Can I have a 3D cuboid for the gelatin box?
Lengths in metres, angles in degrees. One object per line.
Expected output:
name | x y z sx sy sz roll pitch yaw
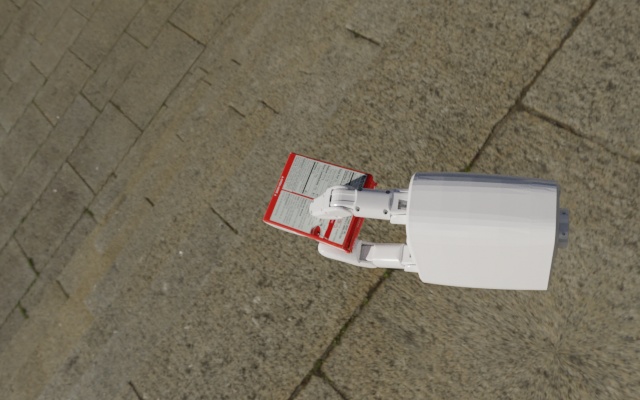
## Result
gelatin box | 0.000 0.001 0.453 0.089 0.073 0.030 17 -10 21
